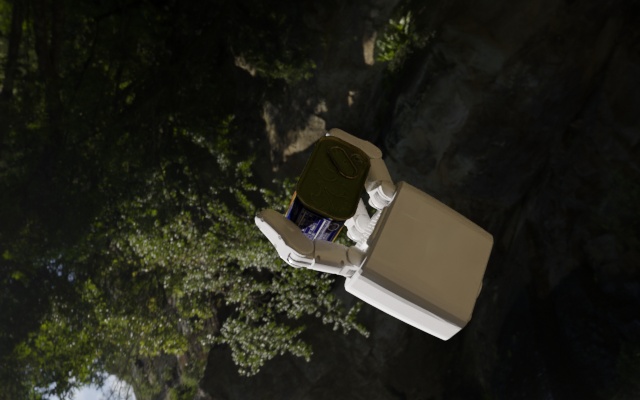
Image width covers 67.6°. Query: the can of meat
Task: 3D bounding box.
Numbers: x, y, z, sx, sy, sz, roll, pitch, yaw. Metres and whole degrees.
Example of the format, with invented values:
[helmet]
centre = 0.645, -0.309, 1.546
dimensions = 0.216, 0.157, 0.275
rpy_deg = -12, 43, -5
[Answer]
[can of meat]
centre = 0.000, 0.002, 0.464
dimensions = 0.057, 0.102, 0.084
rpy_deg = 25, -45, -4
